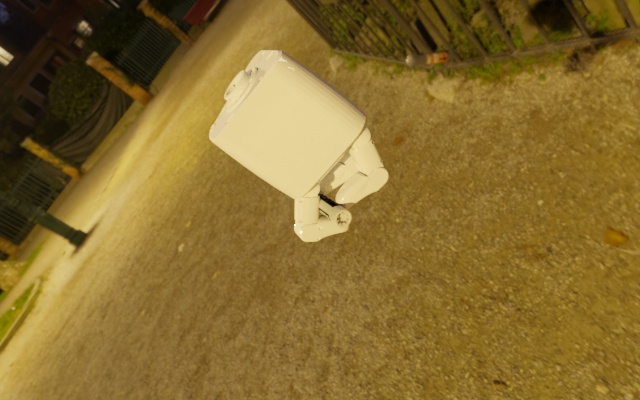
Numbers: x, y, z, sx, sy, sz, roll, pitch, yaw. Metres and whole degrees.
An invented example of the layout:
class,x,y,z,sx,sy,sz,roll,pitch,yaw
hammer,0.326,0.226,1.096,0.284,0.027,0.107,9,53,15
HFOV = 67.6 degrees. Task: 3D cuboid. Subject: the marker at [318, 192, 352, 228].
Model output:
class,x,y,z,sx,sy,sz,roll,pitch,yaw
marker,0.000,0.002,0.519,0.020,0.020,0.121,0,16,-23
